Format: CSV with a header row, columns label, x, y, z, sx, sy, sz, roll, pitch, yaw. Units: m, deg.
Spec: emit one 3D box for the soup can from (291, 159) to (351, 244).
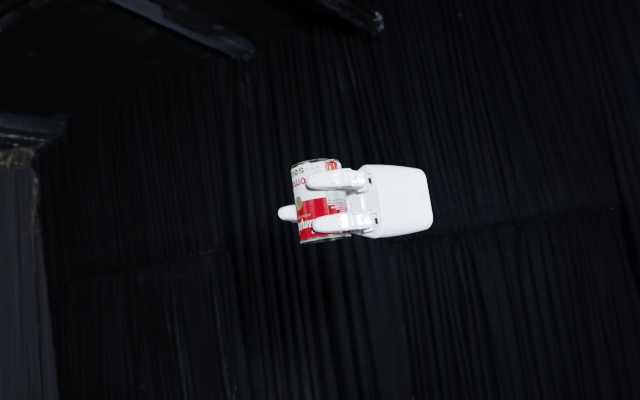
label,x,y,z,sx,sy,sz,roll,pitch,yaw
soup can,0.000,0.002,0.631,0.068,0.102,0.068,-8,-8,-1
